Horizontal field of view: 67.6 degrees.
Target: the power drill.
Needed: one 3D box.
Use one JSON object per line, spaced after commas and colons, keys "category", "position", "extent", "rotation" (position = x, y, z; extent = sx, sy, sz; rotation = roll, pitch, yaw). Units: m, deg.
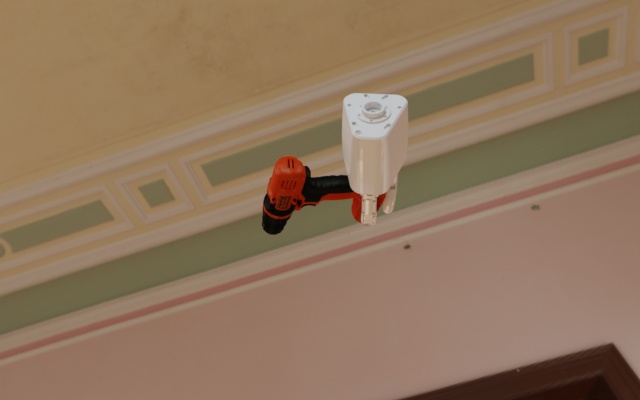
{"category": "power drill", "position": [0.001, 0.002, 0.788], "extent": [0.187, 0.057, 0.184], "rotation": [1, -34, -15]}
